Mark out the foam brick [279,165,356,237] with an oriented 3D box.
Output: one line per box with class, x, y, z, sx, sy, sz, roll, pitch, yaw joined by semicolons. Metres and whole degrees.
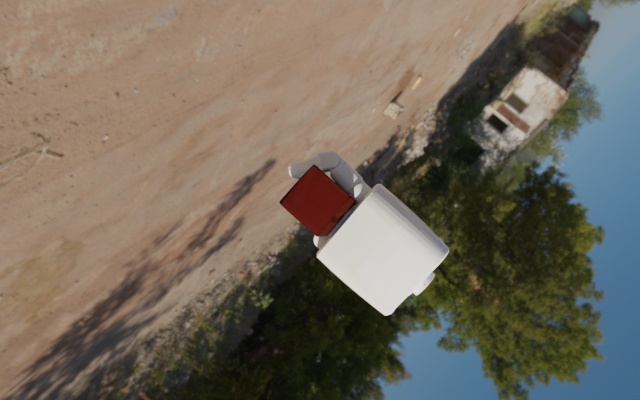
foam brick;0.000;0.002;0.498;0.051;0.053;0.078;42;4;8
